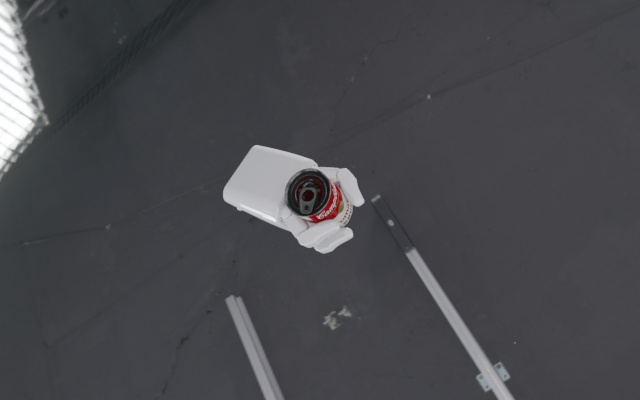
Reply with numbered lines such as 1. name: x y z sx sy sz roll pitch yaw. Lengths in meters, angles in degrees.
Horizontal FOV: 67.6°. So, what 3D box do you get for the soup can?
1. soup can: 0.001 0.002 0.684 0.068 0.068 0.102 0 -15 22
